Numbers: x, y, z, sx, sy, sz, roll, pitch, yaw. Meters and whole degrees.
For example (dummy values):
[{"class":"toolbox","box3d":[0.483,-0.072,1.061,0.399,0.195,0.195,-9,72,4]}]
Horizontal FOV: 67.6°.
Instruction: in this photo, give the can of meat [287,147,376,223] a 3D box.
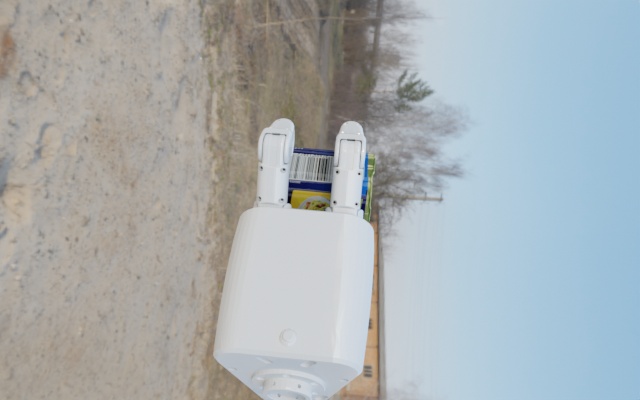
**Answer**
[{"class":"can of meat","box3d":[0.000,0.001,0.411,0.084,0.057,0.102,5,-39,2]}]
